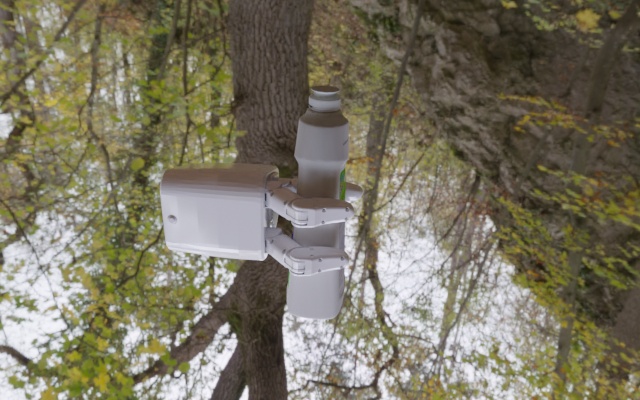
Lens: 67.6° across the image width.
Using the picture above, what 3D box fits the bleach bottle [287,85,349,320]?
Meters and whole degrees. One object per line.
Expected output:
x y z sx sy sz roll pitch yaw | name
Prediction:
0.000 0.002 0.520 0.068 0.251 0.102 4 26 3 | bleach bottle
